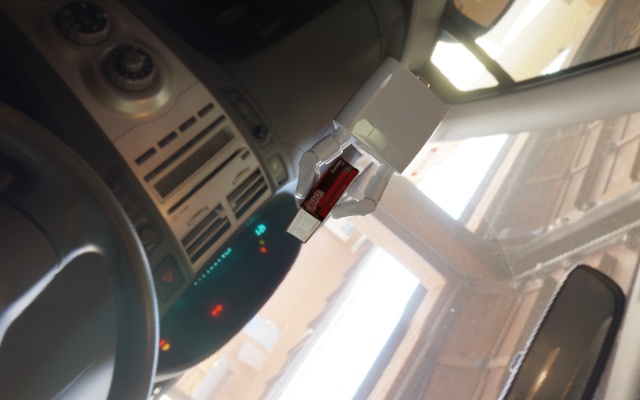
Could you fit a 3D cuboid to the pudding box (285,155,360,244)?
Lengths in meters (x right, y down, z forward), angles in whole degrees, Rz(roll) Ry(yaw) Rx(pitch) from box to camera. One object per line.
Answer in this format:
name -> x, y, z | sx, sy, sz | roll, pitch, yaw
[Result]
pudding box -> 0.000, 0.002, 0.633 | 0.039, 0.090, 0.113 | 37, -24, 3
